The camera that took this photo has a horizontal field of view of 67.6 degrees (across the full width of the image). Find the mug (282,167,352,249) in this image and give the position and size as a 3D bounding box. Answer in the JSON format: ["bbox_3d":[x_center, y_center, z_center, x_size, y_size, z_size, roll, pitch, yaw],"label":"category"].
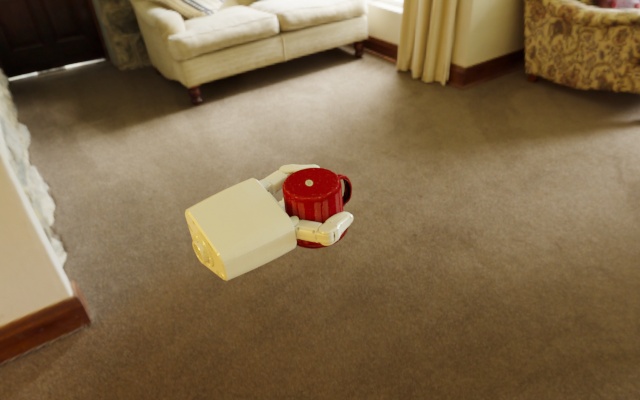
[{"bbox_3d":[0.001,0.001,0.678,0.117,0.082,0.093,-28,42,-28],"label":"mug"}]
